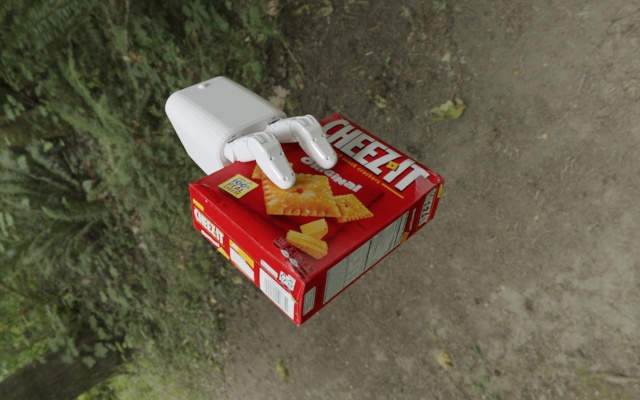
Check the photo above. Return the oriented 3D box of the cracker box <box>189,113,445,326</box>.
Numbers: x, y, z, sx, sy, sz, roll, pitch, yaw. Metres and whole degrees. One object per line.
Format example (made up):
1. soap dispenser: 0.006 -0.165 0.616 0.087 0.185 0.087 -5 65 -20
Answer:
1. cracker box: 0.000 0.002 0.501 0.164 0.072 0.213 37 51 28
